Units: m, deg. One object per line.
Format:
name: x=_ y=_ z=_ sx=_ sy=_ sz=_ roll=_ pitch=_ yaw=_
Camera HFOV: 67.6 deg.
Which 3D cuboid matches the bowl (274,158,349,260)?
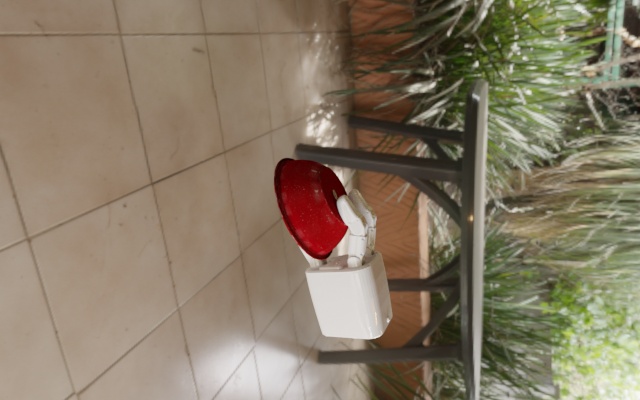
bowl: x=0.000 y=0.001 z=0.696 sx=0.055 sy=0.162 sz=0.162 roll=-23 pitch=-10 yaw=23
